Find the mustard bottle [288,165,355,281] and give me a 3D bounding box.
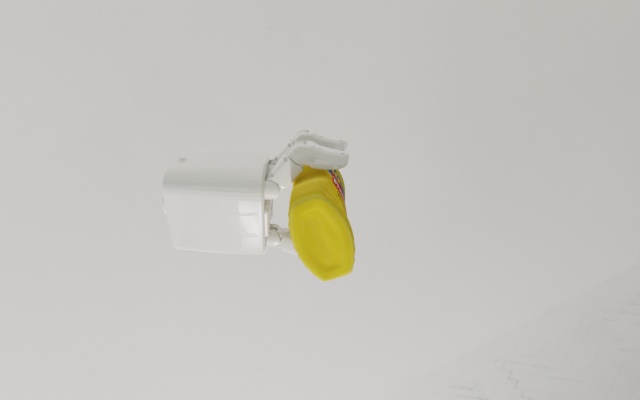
[{"bbox_3d":[0.000,0.002,0.535,0.058,0.096,0.191,-20,21,7],"label":"mustard bottle"}]
